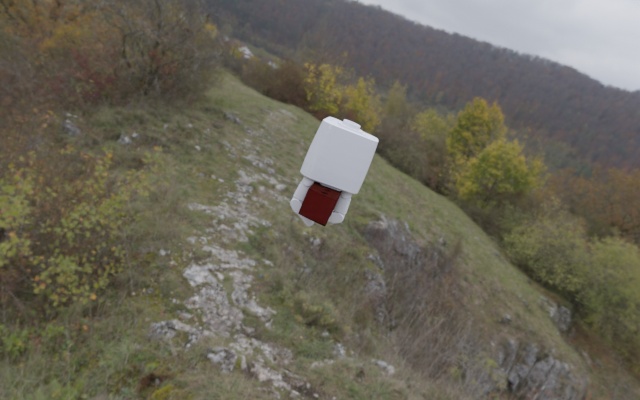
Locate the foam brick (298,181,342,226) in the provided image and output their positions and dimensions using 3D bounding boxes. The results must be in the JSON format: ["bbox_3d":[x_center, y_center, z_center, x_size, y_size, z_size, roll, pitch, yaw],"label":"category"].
[{"bbox_3d":[0.000,0.003,0.838,0.053,0.051,0.078,24,16,2],"label":"foam brick"}]
